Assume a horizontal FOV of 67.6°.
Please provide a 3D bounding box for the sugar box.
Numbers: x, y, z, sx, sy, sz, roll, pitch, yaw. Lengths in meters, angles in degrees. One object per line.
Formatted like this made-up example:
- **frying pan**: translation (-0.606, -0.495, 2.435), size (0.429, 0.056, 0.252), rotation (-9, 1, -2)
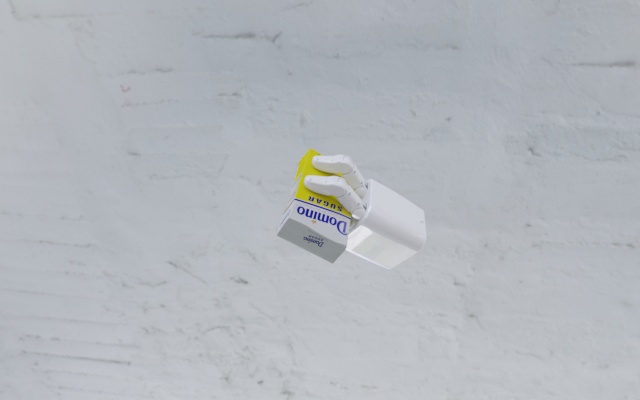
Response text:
- **sugar box**: translation (0.001, 0.002, 0.711), size (0.093, 0.048, 0.176), rotation (28, 35, -13)
